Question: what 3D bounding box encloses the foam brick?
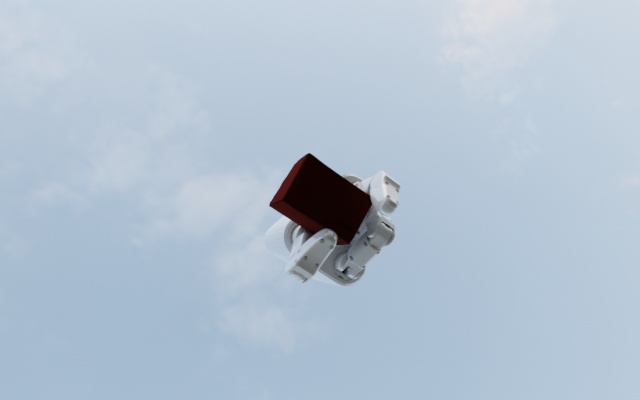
[{"bbox_3d":[0.000,0.001,0.451,0.078,0.053,0.051,35,-16,-14],"label":"foam brick"}]
